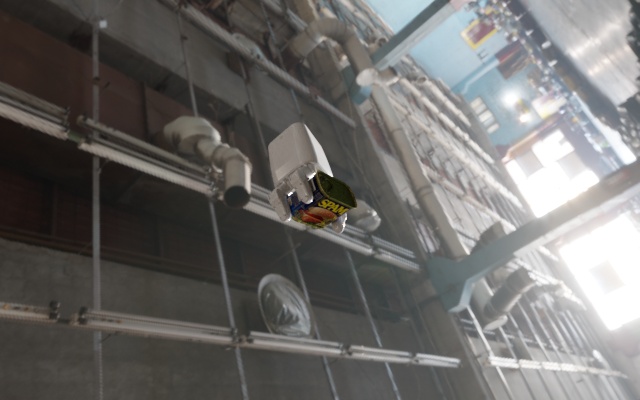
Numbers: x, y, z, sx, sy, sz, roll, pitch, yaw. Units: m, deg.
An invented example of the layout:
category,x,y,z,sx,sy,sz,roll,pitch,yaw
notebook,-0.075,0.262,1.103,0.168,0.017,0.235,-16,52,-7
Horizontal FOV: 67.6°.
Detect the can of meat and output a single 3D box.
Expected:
category,x,y,z,sx,sy,sz,roll,pitch,yaw
can of meat,0.000,0.003,0.846,0.084,0.057,0.102,-36,-37,26
